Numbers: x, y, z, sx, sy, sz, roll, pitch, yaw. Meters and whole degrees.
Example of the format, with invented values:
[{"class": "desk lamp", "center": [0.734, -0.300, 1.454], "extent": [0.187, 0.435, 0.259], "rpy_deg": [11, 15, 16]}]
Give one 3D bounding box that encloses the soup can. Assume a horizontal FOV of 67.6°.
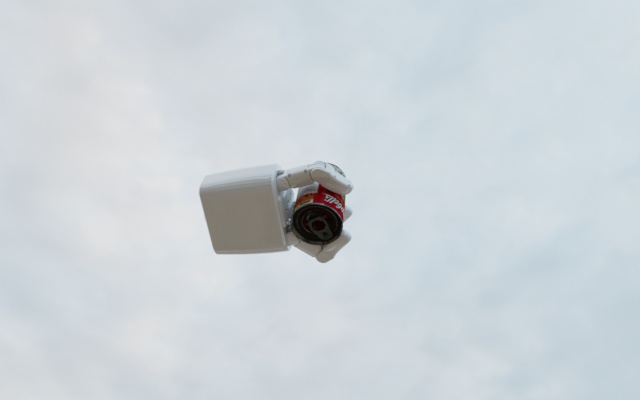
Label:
[{"class": "soup can", "center": [0.001, 0.002, 0.645], "extent": [0.068, 0.069, 0.102], "rpy_deg": [0, 36, 7]}]
